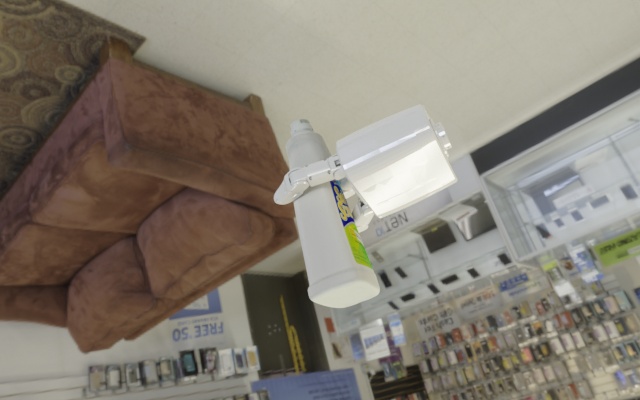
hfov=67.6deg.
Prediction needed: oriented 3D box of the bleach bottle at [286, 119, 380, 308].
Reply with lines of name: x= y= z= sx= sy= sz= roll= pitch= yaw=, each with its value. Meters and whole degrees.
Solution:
bleach bottle: x=0.000 y=0.002 z=0.596 sx=0.068 sy=0.250 sz=0.103 roll=-24 pitch=-26 yaw=16
